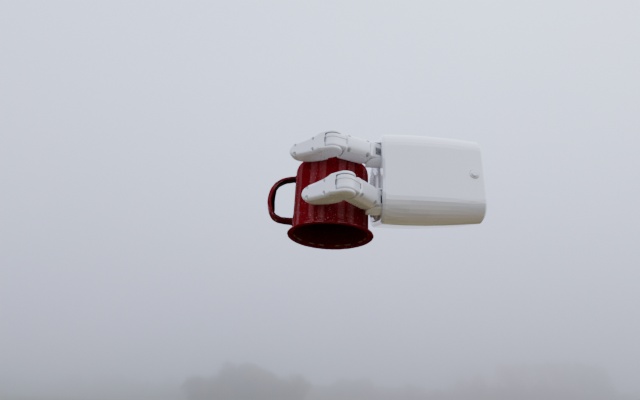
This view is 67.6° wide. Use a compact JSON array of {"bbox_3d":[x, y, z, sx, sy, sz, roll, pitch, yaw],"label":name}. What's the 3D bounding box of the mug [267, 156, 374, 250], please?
[{"bbox_3d":[-0.001,0.002,0.528,0.117,0.081,0.093,2,-23,0],"label":"mug"}]
